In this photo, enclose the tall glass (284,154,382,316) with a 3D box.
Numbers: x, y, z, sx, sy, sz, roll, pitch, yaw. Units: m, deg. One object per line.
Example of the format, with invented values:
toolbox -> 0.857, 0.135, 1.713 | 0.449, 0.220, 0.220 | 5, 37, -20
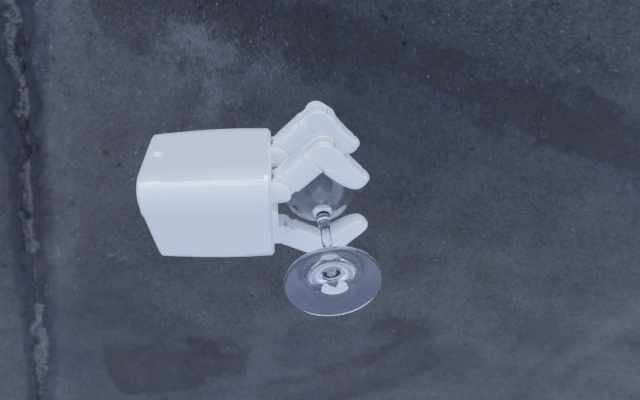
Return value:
tall glass -> 0.000, 0.002, 0.433 | 0.079, 0.079, 0.200 | 0, 38, -6
